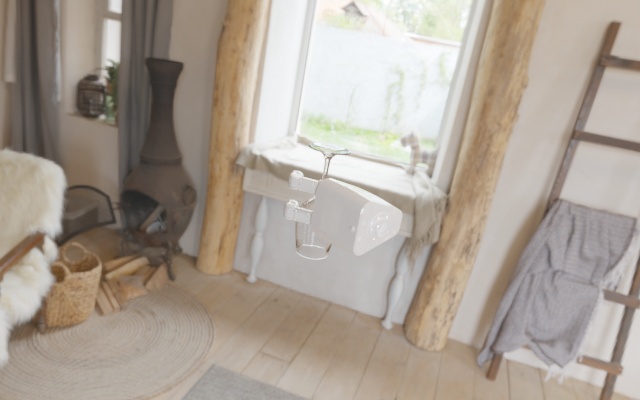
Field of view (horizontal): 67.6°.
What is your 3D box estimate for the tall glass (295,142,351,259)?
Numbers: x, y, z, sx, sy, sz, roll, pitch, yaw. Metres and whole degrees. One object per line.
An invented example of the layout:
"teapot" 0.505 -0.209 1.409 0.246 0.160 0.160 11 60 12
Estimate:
"tall glass" 0.000 0.002 0.856 0.079 0.201 0.079 9 19 -3
